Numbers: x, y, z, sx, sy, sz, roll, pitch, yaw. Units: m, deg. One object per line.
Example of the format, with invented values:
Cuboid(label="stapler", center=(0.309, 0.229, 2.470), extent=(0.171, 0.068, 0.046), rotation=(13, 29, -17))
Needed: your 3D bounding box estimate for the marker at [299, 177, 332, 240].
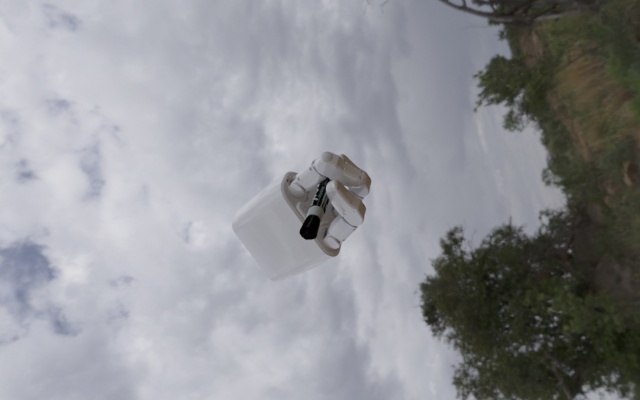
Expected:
Cuboid(label="marker", center=(0.000, 0.002, 0.533), extent=(0.020, 0.020, 0.121), rotation=(0, 36, 17))
